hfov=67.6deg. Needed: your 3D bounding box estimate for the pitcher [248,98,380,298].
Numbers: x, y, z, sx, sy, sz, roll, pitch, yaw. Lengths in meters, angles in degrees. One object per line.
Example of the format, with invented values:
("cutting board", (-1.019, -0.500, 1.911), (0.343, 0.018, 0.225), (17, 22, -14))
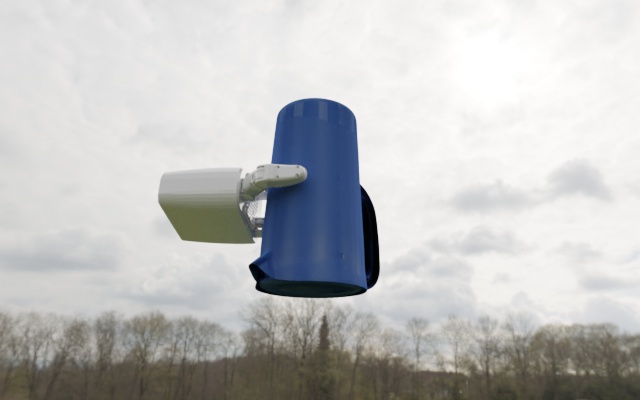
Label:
("pitcher", (0.000, 0.002, 0.609), (0.145, 0.242, 0.149), (-1, -19, 9))
